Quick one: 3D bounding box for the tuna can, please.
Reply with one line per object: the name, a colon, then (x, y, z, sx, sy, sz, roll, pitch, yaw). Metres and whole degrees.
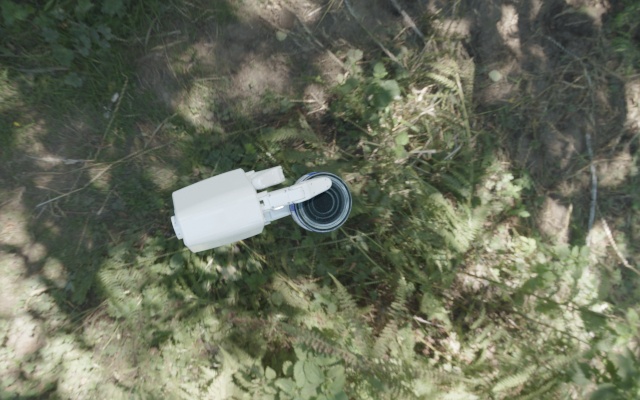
tuna can: (0.000, 0.002, 0.673, 0.086, 0.086, 0.034, 0, 1, -17)
